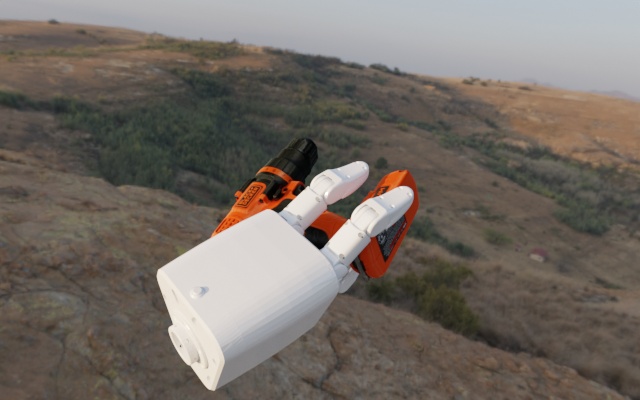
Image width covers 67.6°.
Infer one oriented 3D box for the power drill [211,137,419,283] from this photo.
[{"bbox_3d":[0.000,0.002,0.491,0.187,0.184,0.057,6,-41,35],"label":"power drill"}]
